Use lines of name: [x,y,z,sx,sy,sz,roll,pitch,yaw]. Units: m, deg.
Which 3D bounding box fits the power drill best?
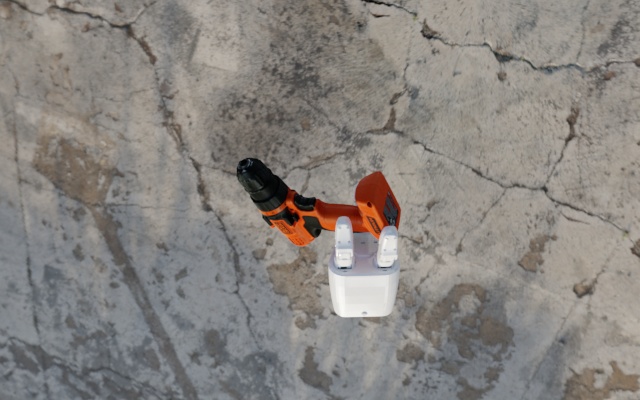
power drill: [0.001,0.002,0.634,0.187,0.057,0.184,0,-32,30]
